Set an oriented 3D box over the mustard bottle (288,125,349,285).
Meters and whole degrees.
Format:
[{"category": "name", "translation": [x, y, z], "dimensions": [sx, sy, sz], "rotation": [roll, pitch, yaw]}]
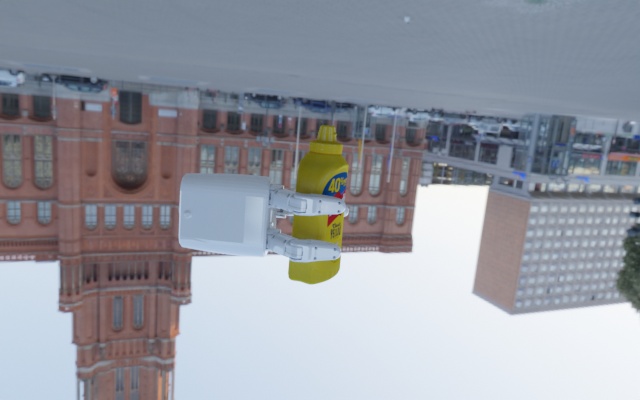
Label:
[{"category": "mustard bottle", "translation": [0.000, 0.002, 0.602], "dimensions": [0.058, 0.192, 0.096], "rotation": [10, 12, 25]}]
